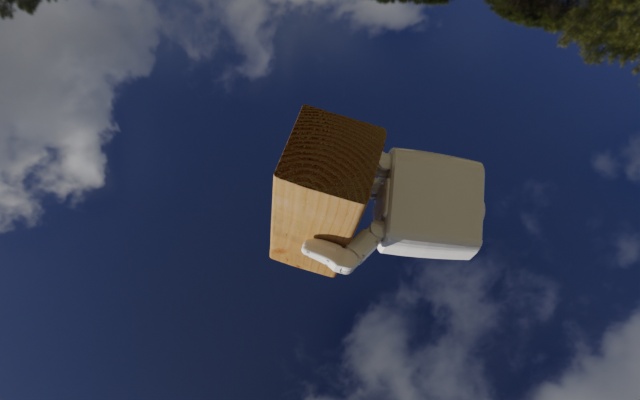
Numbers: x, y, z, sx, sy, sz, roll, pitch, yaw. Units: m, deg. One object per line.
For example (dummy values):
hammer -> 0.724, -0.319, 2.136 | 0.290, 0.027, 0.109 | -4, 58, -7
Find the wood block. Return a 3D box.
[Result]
wood block -> 0.000, 0.002, 0.534 | 0.090, 0.090, 0.206 | 17, -28, 2
